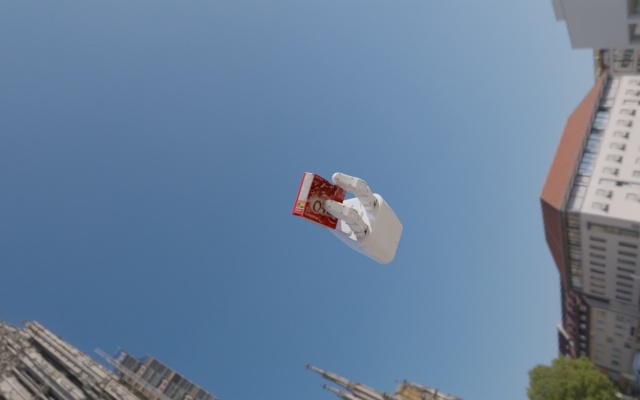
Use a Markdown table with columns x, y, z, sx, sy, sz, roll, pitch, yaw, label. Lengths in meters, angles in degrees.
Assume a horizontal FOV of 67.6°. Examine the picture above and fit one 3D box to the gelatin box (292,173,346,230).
| x | y | z | sx | sy | sz | roll | pitch | yaw | label |
| --- | --- | --- | --- | --- | --- | --- | --- | --- | --- |
| 0.000 | 0.002 | 0.799 | 0.030 | 0.073 | 0.089 | 9 | -12 | 43 | gelatin box |
